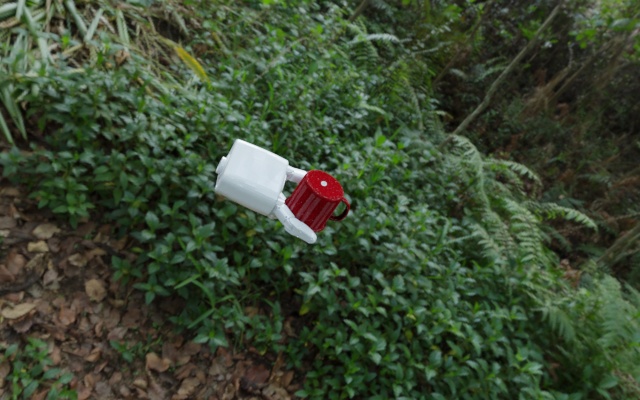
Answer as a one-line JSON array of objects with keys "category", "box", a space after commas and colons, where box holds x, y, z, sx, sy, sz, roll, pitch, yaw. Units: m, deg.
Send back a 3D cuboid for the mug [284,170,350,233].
[{"category": "mug", "box": [0.002, 0.003, 0.884, 0.117, 0.081, 0.093, 24, 35, -16]}]
